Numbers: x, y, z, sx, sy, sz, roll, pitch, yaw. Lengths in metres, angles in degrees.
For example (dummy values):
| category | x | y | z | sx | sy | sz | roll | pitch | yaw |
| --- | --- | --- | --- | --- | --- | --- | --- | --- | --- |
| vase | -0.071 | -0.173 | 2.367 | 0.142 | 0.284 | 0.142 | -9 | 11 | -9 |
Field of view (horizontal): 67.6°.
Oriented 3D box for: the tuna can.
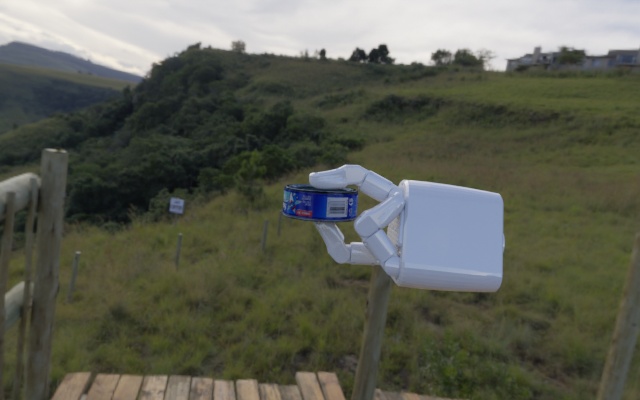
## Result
| category | x | y | z | sx | sy | sz | roll | pitch | yaw |
| --- | --- | --- | --- | --- | --- | --- | --- | --- | --- |
| tuna can | 0.000 | 0.001 | 0.544 | 0.086 | 0.034 | 0.086 | 3 | 7 | 0 |
